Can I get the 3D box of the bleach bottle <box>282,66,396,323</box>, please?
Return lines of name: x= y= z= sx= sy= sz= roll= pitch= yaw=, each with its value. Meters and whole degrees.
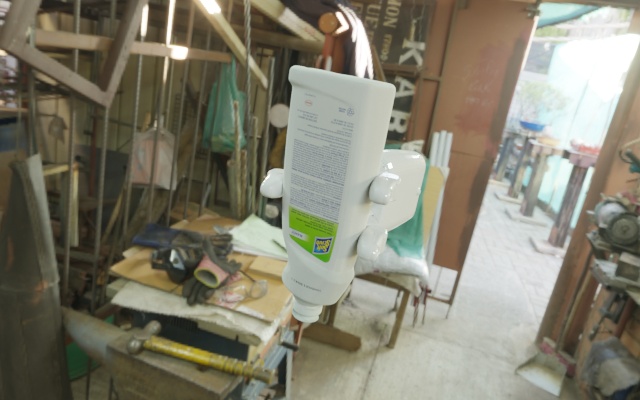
bleach bottle: x=0.000 y=0.002 z=0.478 sx=0.102 sy=0.251 sz=0.068 roll=21 pitch=19 yaw=31
